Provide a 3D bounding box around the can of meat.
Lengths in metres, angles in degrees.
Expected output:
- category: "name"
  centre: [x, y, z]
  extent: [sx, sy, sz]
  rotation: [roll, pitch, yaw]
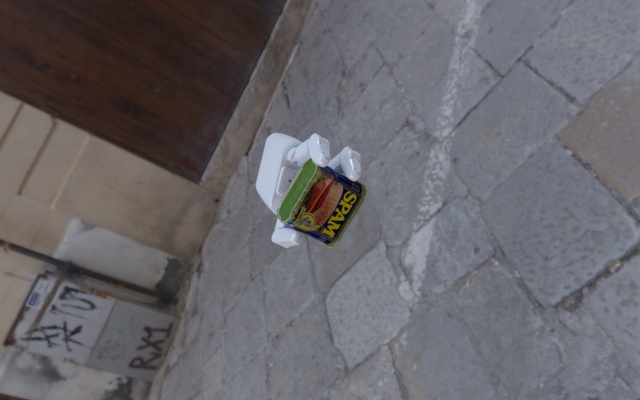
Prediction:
- category: "can of meat"
  centre: [0.000, 0.002, 0.659]
  extent: [0.084, 0.102, 0.057]
  rotation: [28, 8, -27]
